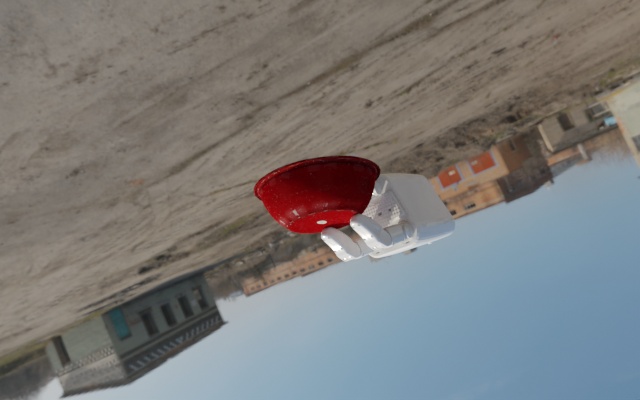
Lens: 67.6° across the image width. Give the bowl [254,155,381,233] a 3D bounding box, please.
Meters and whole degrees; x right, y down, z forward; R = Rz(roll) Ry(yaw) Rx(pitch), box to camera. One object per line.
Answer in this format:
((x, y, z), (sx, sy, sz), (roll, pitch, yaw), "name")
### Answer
((-0.001, 0.002, 0.596), (0.162, 0.055, 0.162), (-8, -18, -3), "bowl")
